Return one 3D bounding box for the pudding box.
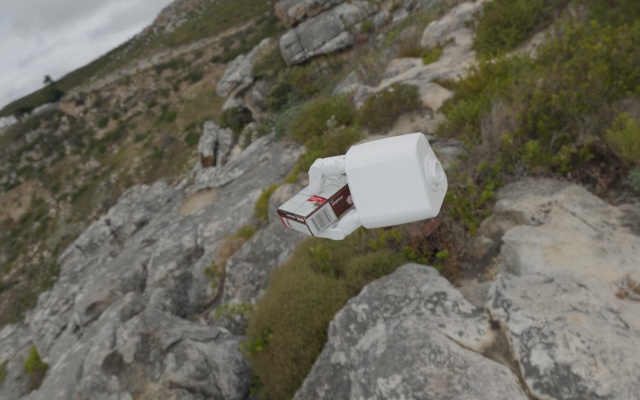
[{"bbox_3d":[0.000,0.002,0.744,0.113,0.039,0.090,-37,25,-23],"label":"pudding box"}]
